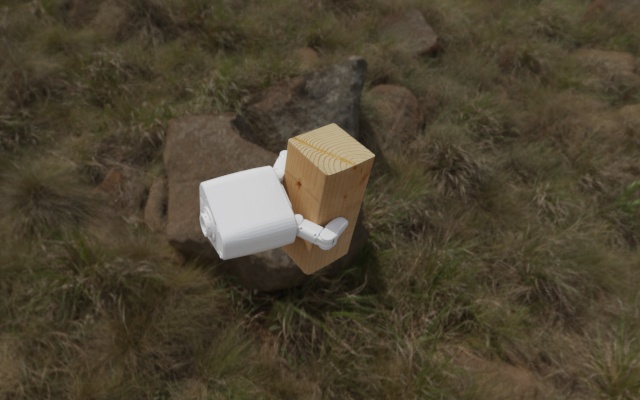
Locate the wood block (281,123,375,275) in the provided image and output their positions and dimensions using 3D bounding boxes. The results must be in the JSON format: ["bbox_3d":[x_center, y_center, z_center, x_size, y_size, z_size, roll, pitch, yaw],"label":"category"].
[{"bbox_3d":[0.000,0.003,0.723,0.090,0.206,0.090,-25,54,-33],"label":"wood block"}]
